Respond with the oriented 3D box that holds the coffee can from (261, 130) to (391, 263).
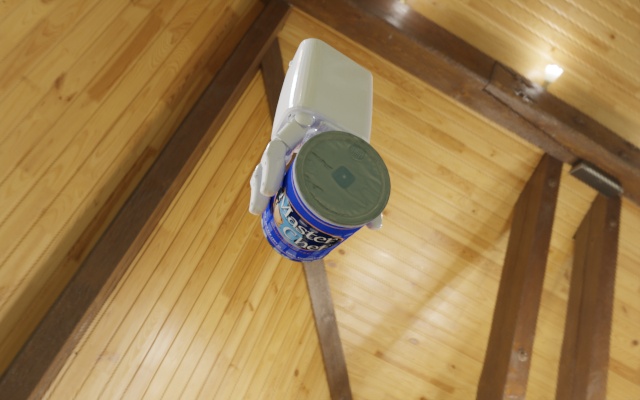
[{"bbox_3d":[0.000,0.002,0.528,0.103,0.102,0.140,0,-22,-21],"label":"coffee can"}]
